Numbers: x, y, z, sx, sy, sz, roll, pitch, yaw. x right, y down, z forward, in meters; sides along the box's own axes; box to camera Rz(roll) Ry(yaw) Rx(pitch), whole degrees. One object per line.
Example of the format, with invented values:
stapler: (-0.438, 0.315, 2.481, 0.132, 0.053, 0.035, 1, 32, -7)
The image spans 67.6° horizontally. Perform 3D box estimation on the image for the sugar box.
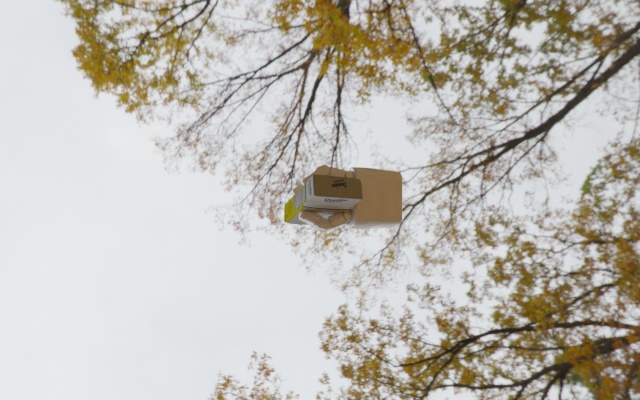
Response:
sugar box: (0.000, 0.002, 0.892, 0.093, 0.048, 0.176, 4, -22, -21)
